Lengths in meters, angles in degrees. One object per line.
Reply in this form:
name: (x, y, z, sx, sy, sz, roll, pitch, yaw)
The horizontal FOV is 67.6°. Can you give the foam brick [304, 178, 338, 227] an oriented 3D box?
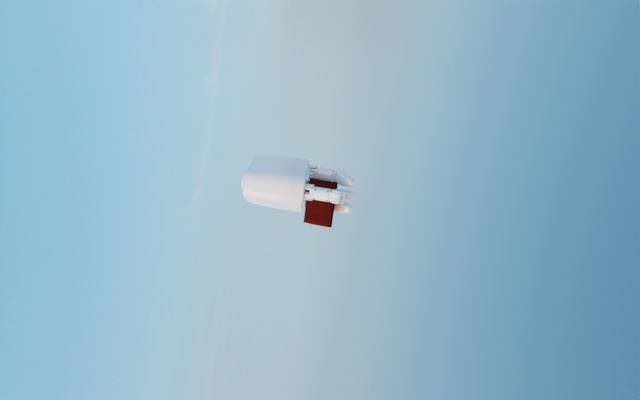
foam brick: (0.000, 0.003, 0.863, 0.051, 0.078, 0.053, 8, 9, 0)
